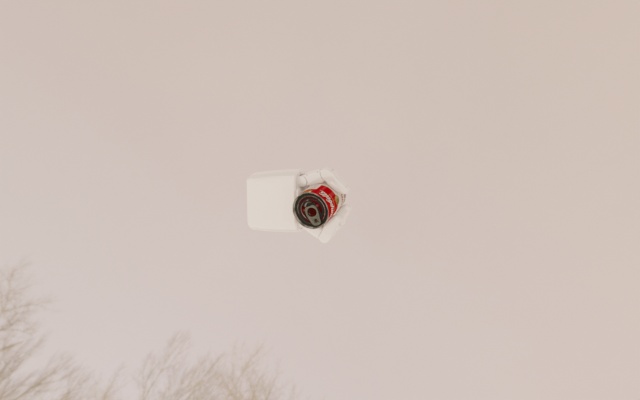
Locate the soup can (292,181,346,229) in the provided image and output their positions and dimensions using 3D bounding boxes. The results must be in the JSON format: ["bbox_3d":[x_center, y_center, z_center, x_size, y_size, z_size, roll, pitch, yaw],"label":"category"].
[{"bbox_3d":[0.001,0.003,0.872,0.068,0.068,0.102,0,18,22],"label":"soup can"}]
